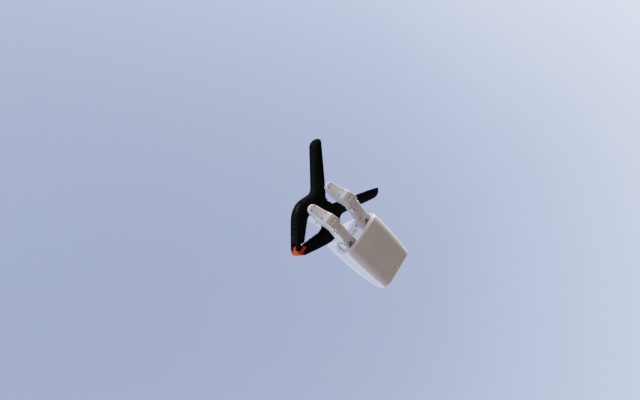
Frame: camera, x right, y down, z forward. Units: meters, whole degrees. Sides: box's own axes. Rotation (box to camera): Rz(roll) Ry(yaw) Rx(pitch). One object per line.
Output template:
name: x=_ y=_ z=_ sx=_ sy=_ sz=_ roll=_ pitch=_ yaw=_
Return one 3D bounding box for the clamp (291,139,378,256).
clamp: x=0.000 y=0.003 z=0.859 sx=0.164 sy=0.210 sz=0.036 roll=44 pitch=-25 yaw=-15
